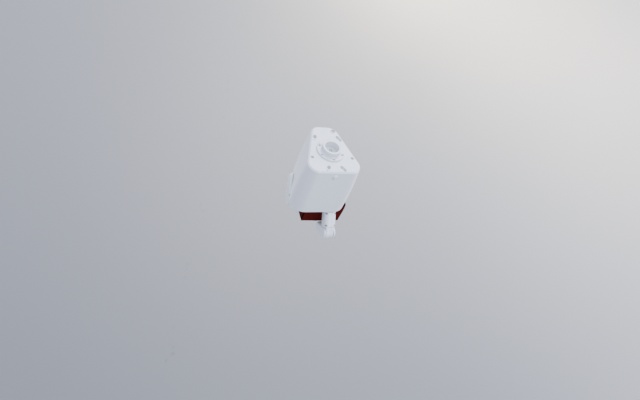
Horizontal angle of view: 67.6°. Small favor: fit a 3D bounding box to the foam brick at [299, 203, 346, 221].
[{"bbox_3d":[0.000,0.003,0.900,0.078,0.053,0.051,0,-37,-22],"label":"foam brick"}]
